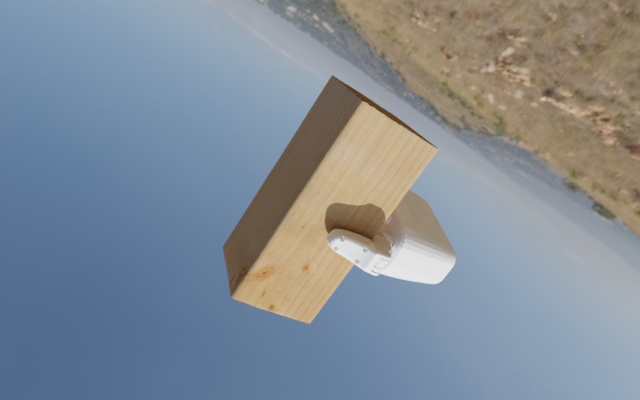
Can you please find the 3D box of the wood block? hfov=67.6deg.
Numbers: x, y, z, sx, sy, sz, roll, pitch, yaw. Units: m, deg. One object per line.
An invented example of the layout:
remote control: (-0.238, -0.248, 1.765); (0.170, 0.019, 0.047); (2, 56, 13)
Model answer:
wood block: (0.000, 0.002, 0.451); (0.090, 0.206, 0.090); (26, 17, -28)
